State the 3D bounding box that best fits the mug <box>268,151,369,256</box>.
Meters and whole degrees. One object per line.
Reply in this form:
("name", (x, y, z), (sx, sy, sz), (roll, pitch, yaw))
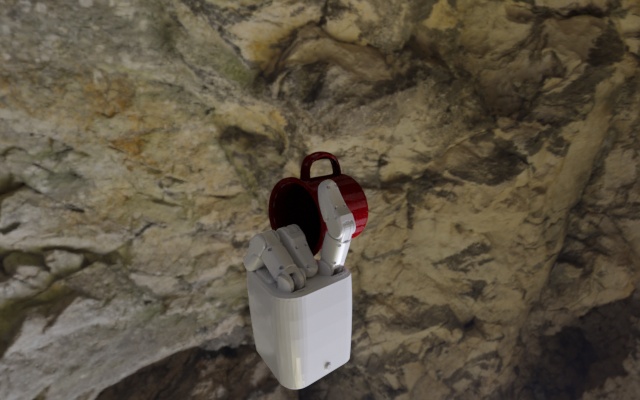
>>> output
("mug", (0.000, 0.000, 0.546), (0.081, 0.117, 0.093), (-14, 19, -42))
